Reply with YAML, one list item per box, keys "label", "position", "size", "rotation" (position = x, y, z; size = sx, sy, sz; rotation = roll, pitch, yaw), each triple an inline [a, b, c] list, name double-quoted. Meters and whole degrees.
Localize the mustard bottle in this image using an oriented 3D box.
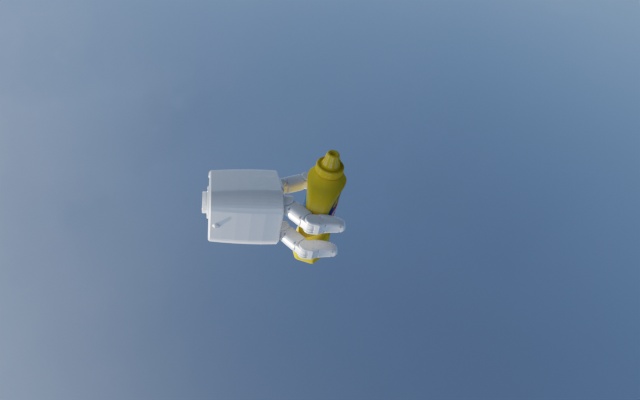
- label: "mustard bottle"
  position: [0.000, 0.003, 0.736]
  size: [0.058, 0.192, 0.096]
  rotation: [18, 42, 4]
